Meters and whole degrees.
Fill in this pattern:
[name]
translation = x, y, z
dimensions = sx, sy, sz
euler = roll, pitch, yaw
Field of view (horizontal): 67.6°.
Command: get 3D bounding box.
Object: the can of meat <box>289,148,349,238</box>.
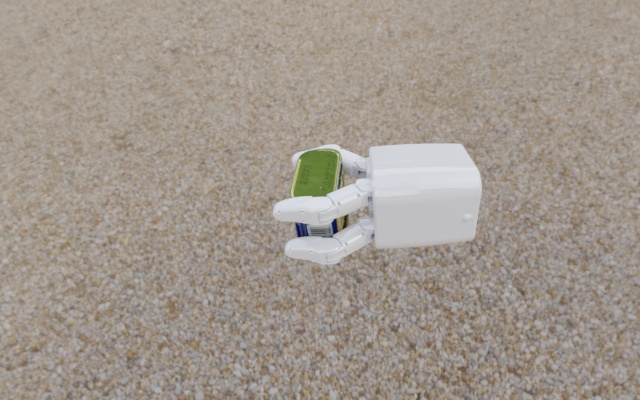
[can of meat]
translation = 0.000, 0.001, 0.545
dimensions = 0.057, 0.084, 0.102
euler = -1, 42, 9
